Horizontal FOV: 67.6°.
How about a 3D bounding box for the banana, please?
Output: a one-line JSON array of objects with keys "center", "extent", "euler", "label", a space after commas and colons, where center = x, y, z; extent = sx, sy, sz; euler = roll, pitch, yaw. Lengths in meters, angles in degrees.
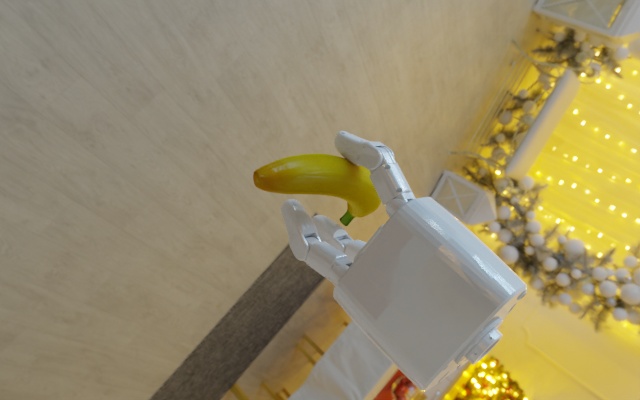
[{"center": [0.015, -0.010, 0.451], "extent": [0.069, 0.037, 0.198], "euler": [-43, -28, 10], "label": "banana"}]
